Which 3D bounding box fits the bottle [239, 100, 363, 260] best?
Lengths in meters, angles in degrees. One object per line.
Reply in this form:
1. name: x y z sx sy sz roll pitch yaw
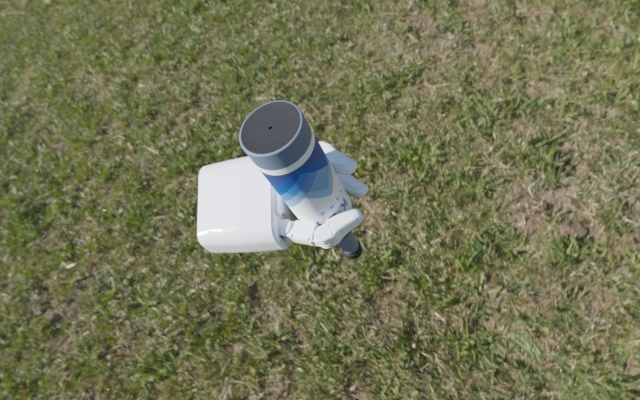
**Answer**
1. bottle: 0.000 0.002 0.572 0.069 0.069 0.296 0 -29 22
